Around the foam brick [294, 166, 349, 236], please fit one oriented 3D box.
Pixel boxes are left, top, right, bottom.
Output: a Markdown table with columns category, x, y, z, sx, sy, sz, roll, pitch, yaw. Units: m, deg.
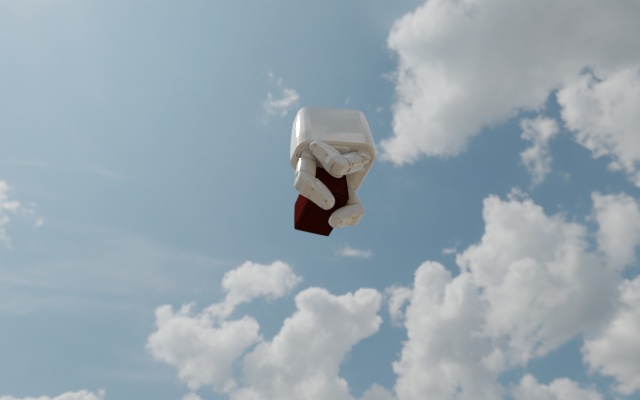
| category | x | y | z | sx | sy | sz | roll | pitch | yaw |
| --- | --- | --- | --- | --- | --- | --- | --- | --- | --- |
| foam brick | 0.000 | 0.002 | 0.663 | 0.053 | 0.078 | 0.051 | 15 | 37 | -17 |
